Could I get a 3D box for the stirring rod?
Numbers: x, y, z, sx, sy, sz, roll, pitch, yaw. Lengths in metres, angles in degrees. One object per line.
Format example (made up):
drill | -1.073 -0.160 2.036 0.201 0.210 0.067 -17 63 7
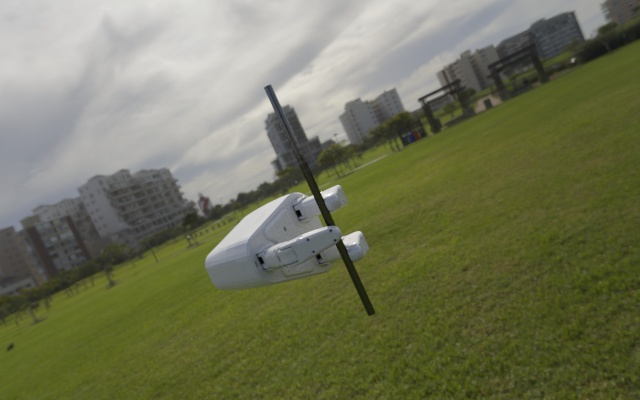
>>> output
stirring rod | 0.000 0.002 0.458 0.011 0.239 0.011 -24 4 2
